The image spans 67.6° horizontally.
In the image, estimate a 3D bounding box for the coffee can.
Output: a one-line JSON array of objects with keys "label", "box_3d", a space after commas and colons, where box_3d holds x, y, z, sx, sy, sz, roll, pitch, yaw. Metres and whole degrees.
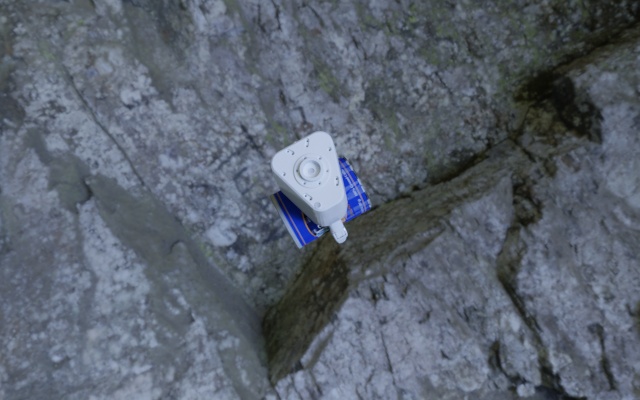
[{"label": "coffee can", "box_3d": [0.000, 0.003, 0.804, 0.140, 0.103, 0.103, -29, 2, -3]}]
